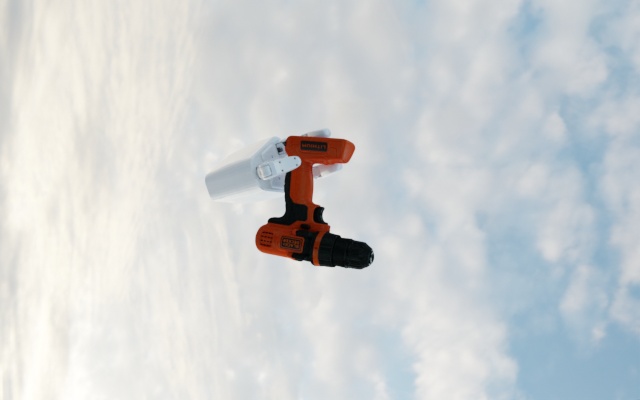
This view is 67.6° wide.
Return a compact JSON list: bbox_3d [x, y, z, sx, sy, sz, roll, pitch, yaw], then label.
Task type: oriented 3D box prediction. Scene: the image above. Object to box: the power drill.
[{"bbox_3d":[0.000,0.002,0.706,0.184,0.187,0.057,8,-6,19],"label":"power drill"}]
